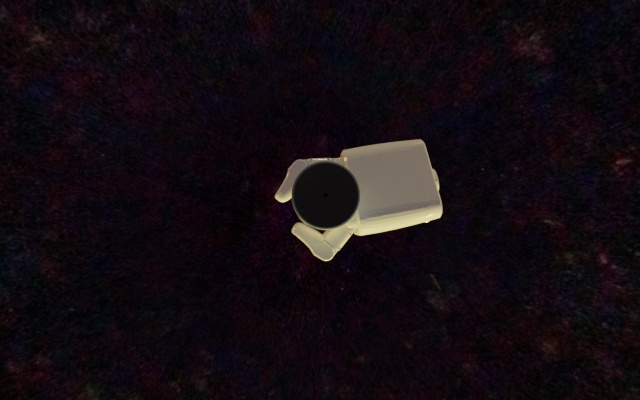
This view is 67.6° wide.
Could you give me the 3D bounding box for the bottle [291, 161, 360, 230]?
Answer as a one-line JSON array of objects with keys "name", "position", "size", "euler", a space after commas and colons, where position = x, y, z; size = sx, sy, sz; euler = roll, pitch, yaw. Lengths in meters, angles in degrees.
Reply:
[{"name": "bottle", "position": [0.000, 0.002, 0.603], "size": [0.069, 0.069, 0.296], "euler": [0, -3, -2]}]
